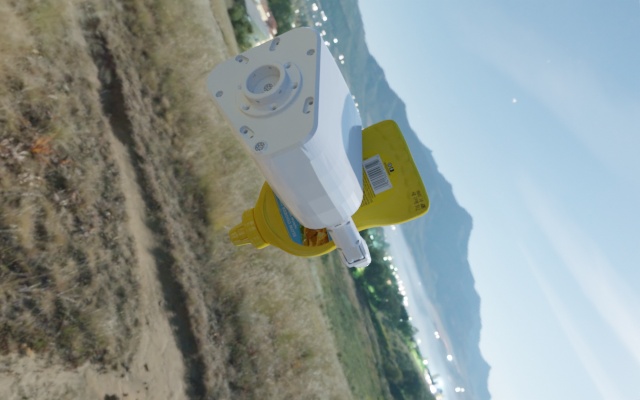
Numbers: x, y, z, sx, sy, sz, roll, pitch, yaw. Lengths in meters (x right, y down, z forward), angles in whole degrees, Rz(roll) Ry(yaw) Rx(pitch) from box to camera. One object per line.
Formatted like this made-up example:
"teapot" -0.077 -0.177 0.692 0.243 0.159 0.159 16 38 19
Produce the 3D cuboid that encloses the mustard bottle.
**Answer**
"mustard bottle" 0.000 0.002 0.462 0.191 0.096 0.058 -22 -8 8
